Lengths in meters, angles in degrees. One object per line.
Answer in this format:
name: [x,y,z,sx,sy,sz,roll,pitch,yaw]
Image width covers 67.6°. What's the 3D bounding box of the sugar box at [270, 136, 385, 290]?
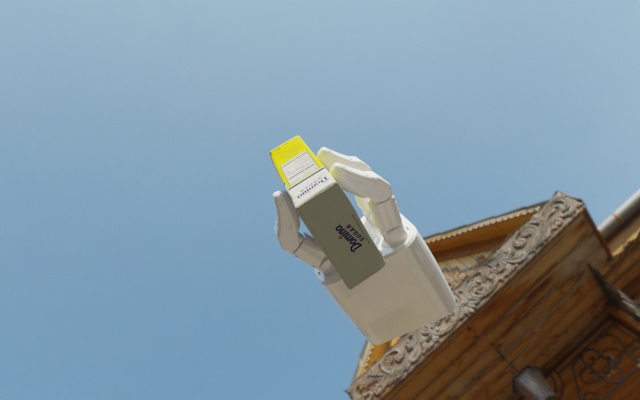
sugar box: [0.001,0.001,0.461,0.048,0.093,0.176,-34,24,-2]
